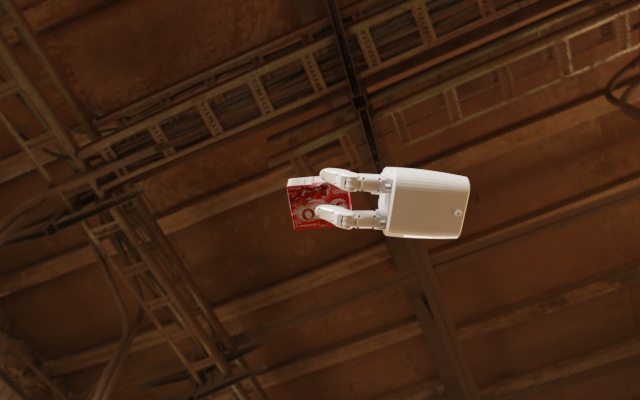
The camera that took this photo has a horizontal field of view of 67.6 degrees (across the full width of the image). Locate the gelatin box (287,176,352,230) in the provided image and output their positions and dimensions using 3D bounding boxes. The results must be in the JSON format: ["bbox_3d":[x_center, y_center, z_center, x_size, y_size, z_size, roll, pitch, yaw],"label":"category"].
[{"bbox_3d":[0.000,0.002,0.701,0.089,0.073,0.030,-5,26,7],"label":"gelatin box"}]
